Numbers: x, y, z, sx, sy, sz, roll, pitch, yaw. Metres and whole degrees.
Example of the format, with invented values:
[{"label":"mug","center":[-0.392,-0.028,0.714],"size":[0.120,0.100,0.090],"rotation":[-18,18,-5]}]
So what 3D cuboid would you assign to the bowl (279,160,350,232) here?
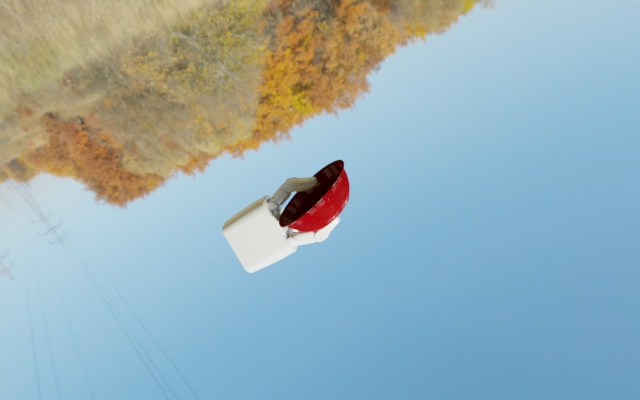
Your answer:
[{"label":"bowl","center":[0.001,0.002,0.854],"size":[0.055,0.162,0.162],"rotation":[44,-15,-16]}]
